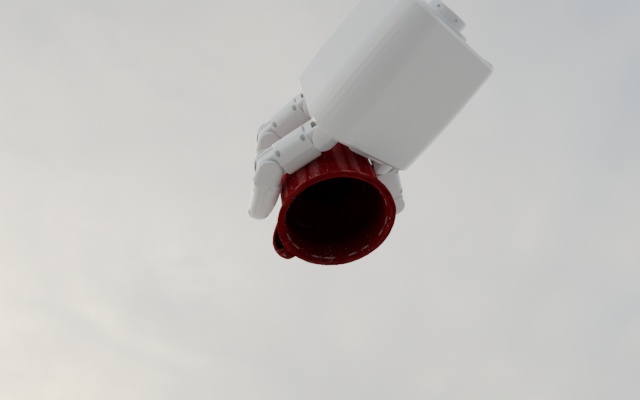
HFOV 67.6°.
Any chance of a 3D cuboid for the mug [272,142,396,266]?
[{"bbox_3d":[-0.001,0.002,0.405,0.093,0.117,0.081,30,26,-27],"label":"mug"}]
